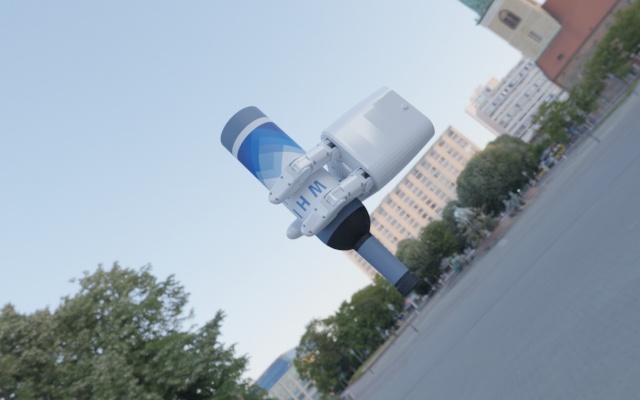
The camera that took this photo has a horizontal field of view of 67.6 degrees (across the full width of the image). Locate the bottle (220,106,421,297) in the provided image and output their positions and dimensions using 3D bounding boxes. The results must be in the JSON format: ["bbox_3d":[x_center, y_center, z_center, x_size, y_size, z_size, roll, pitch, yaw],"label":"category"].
[{"bbox_3d":[0.000,0.002,0.572,0.295,0.069,0.069,43,15,16],"label":"bottle"}]
